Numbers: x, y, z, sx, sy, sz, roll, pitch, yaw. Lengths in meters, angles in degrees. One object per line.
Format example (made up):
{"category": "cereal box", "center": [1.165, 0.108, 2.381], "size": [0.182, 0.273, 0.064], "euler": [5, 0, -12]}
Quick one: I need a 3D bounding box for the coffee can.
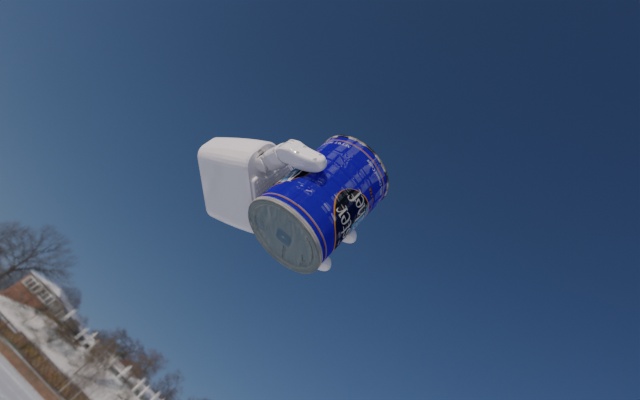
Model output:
{"category": "coffee can", "center": [0.000, 0.002, 0.560], "size": [0.103, 0.103, 0.140], "euler": [0, 34, 47]}
